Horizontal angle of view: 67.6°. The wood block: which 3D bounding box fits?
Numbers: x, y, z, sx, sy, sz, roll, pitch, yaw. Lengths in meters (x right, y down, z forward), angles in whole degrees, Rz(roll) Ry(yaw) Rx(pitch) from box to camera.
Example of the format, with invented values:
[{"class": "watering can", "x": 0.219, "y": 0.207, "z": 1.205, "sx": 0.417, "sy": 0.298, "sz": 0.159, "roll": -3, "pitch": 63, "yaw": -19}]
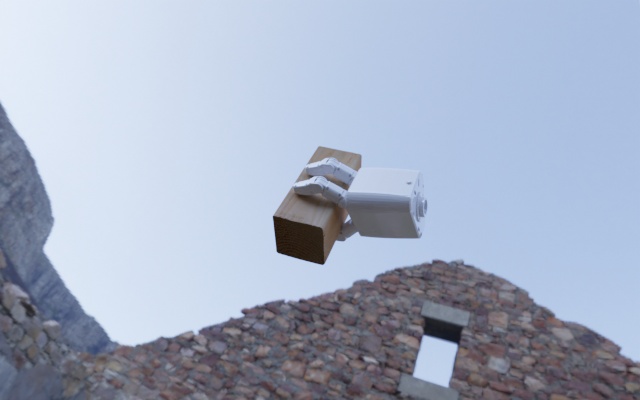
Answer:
[{"class": "wood block", "x": 0.001, "y": 0.003, "z": 0.847, "sx": 0.090, "sy": 0.091, "sz": 0.206, "roll": 13, "pitch": 43, "yaw": 17}]
